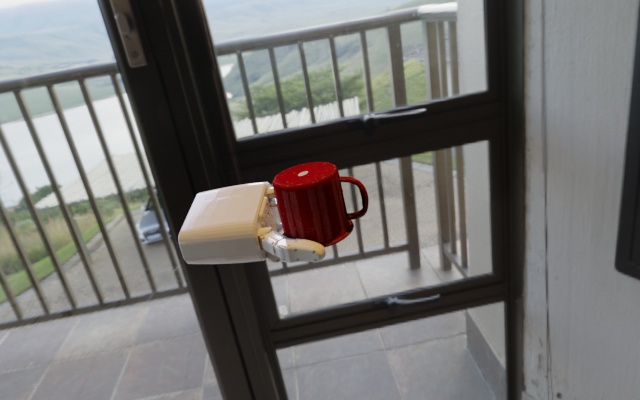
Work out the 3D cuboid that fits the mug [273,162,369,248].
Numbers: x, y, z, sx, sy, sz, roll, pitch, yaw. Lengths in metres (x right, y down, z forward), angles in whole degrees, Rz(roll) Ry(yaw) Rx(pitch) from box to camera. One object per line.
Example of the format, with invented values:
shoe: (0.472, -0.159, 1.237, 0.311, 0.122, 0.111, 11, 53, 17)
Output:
mug: (0.001, 0.002, 0.584, 0.117, 0.081, 0.093, -7, 22, 12)
